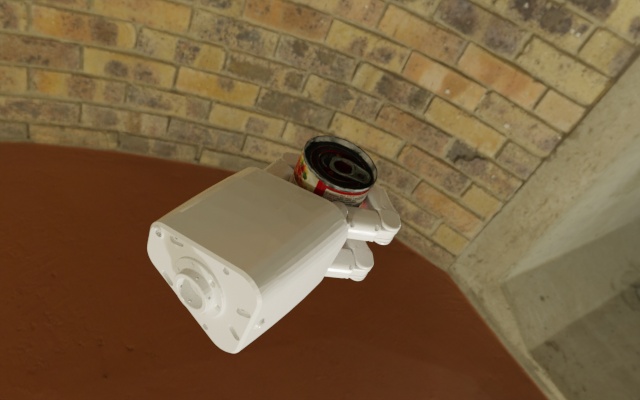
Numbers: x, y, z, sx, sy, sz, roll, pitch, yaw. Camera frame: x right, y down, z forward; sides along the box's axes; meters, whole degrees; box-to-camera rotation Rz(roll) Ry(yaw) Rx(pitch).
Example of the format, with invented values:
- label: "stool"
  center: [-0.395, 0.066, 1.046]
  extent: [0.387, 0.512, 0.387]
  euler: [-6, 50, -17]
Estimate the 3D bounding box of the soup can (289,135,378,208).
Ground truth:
- label: "soup can"
  center: [0.000, 0.001, 0.436]
  extent: [0.068, 0.068, 0.102]
  euler: [0, -43, -28]
